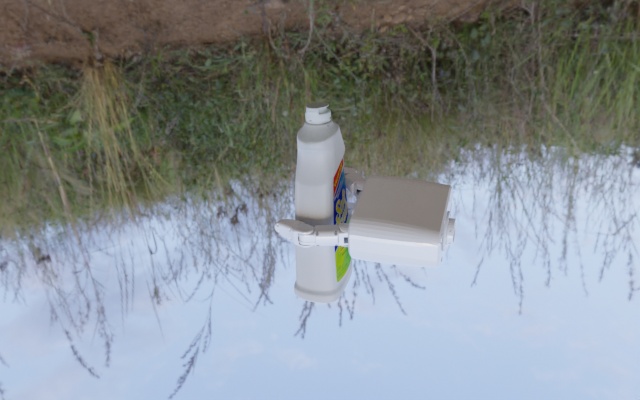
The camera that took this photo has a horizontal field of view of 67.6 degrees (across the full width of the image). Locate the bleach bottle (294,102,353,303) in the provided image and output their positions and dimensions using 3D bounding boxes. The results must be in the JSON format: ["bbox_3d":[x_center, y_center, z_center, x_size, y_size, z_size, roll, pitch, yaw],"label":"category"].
[{"bbox_3d":[0.000,0.002,0.618,0.068,0.251,0.102,6,28,20],"label":"bleach bottle"}]
